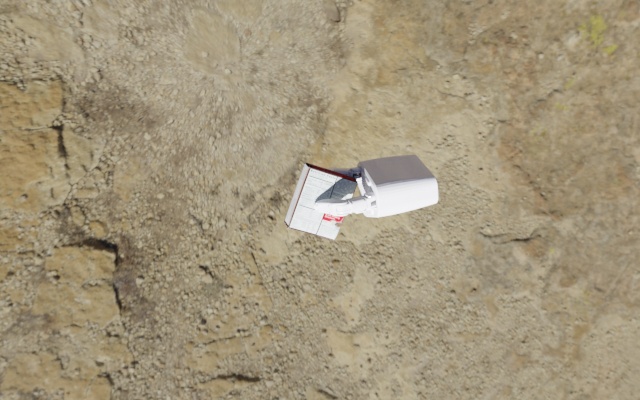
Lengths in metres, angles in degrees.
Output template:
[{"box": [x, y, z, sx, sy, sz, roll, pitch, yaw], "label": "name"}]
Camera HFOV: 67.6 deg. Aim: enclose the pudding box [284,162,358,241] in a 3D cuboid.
[{"box": [0.000, 0.003, 0.798, 0.090, 0.113, 0.039, 17, 11, -17], "label": "pudding box"}]
